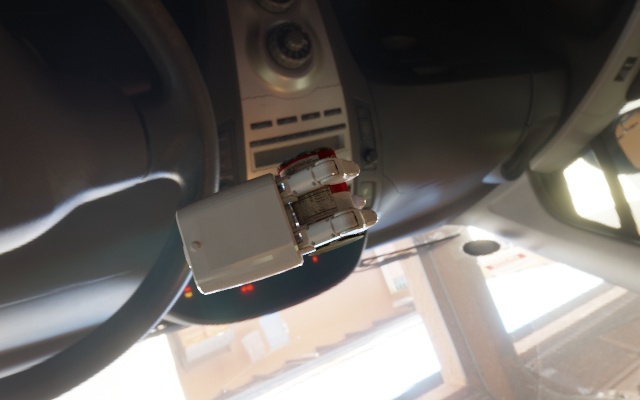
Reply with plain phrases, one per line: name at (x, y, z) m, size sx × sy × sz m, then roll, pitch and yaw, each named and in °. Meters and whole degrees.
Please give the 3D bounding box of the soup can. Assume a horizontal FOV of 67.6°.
soup can at (0.001, 0.002, 0.521) m, size 0.068 × 0.102 × 0.068 m, roll -19°, pitch -10°, yaw -4°
